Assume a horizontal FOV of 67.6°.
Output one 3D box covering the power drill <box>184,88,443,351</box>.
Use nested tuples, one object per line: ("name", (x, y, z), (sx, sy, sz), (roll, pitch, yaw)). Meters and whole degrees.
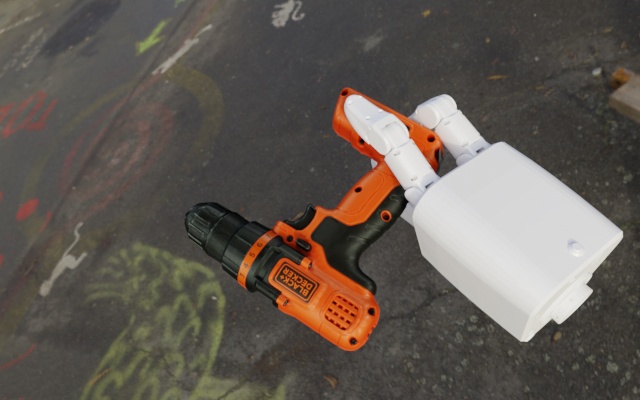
("power drill", (0.001, 0.001, 0.402), (0.184, 0.187, 0.057), (31, -9, 15))
